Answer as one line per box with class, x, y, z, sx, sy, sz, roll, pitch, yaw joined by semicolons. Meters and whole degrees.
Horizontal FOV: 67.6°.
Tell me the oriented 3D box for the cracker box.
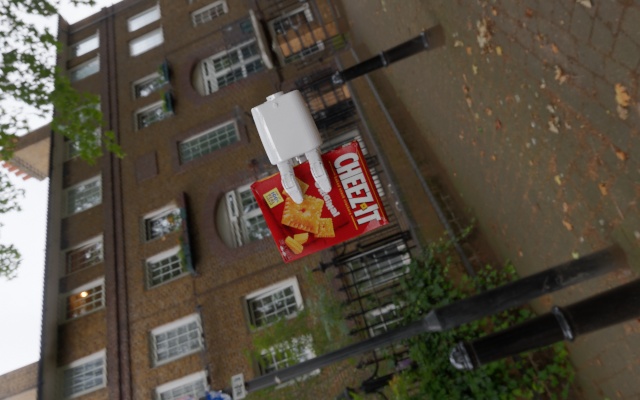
cracker box;0.000;0.003;0.894;0.214;0.164;0.072;-22;9;7
